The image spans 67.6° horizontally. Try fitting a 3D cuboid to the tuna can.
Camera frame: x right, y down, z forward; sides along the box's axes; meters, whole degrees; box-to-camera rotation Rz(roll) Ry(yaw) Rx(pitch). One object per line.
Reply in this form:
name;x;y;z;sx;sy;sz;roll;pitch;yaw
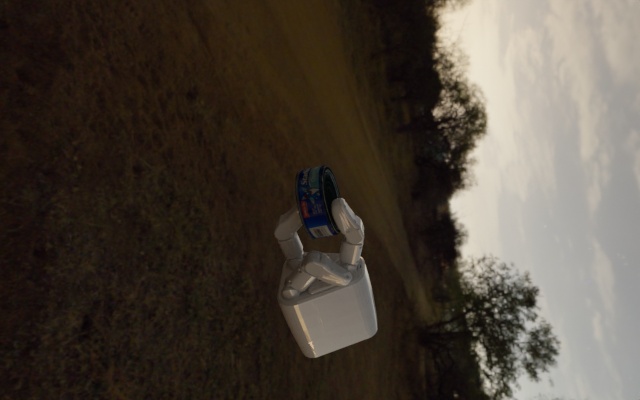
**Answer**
tuna can;0.001;0.002;0.572;0.034;0.086;0.086;-11;-3;15
